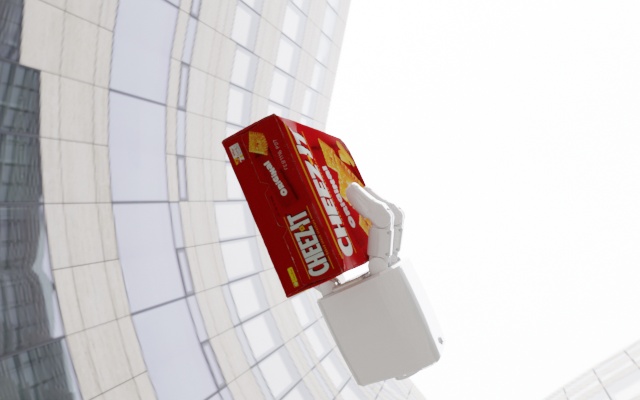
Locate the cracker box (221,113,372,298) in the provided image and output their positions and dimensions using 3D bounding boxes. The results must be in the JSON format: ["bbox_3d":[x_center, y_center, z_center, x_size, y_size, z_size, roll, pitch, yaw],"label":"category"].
[{"bbox_3d":[0.000,0.002,0.534,0.072,0.164,0.213,-27,-8,18],"label":"cracker box"}]
